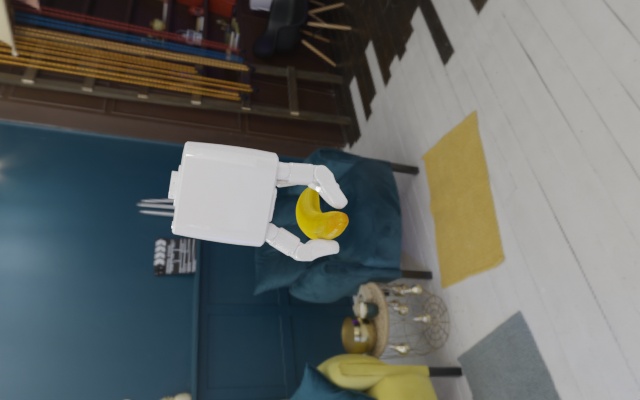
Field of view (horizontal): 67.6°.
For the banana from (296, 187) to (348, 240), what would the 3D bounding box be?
[{"bbox_3d":[-0.005,0.018,0.659,0.037,0.070,0.197,11,16,-16],"label":"banana"}]
